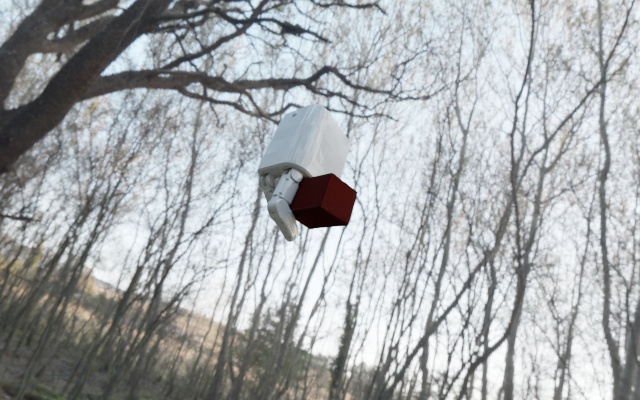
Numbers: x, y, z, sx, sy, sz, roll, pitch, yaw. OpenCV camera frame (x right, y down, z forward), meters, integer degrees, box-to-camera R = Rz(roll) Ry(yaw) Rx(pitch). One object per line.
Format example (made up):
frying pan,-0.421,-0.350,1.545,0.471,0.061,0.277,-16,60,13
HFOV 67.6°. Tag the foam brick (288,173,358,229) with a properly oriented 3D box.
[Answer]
foam brick,0.000,0.002,0.628,0.053,0.051,0.078,36,-28,-33
